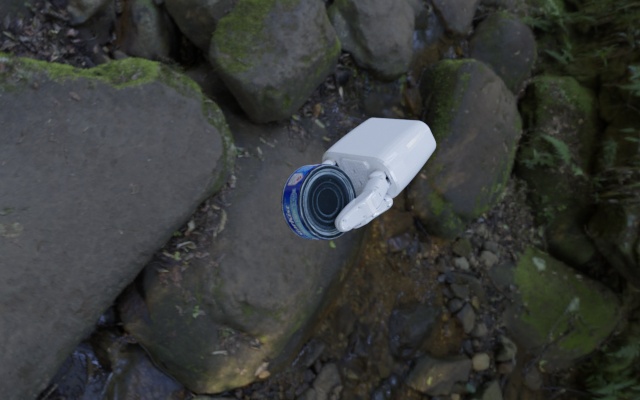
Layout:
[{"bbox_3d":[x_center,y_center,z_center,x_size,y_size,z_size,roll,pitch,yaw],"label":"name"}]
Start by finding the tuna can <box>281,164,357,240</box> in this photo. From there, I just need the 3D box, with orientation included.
[{"bbox_3d":[0.000,0.002,0.536,0.086,0.086,0.034,0,0,-39],"label":"tuna can"}]
